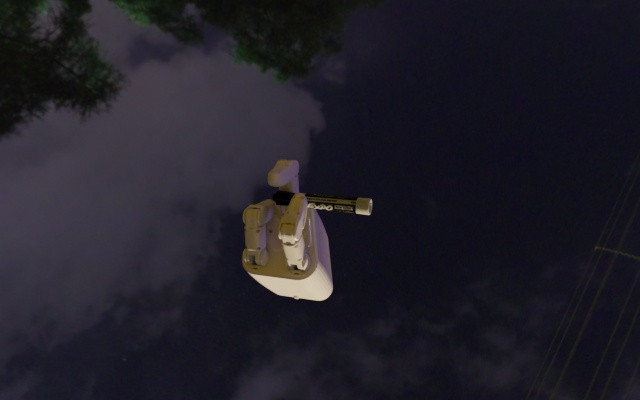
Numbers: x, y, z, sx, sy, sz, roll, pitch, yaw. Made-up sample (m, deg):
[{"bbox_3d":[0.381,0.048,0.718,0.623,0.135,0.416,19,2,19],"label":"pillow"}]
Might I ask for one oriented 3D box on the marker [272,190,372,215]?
[{"bbox_3d":[0.000,0.002,0.564,0.121,0.020,0.020,5,2,18],"label":"marker"}]
